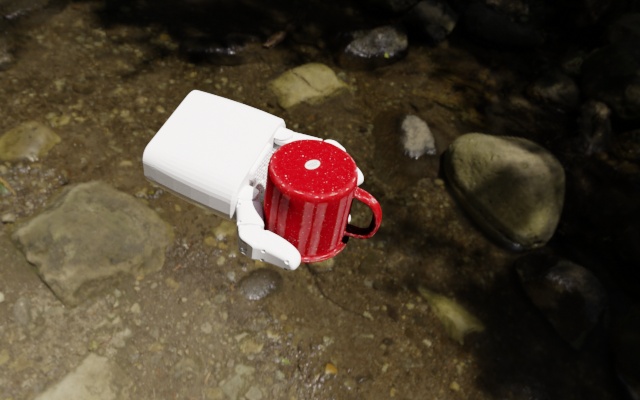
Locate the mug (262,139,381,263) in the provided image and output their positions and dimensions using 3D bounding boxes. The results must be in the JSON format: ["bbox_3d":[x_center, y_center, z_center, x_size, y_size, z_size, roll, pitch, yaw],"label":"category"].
[{"bbox_3d":[0.001,0.002,0.444,0.117,0.082,0.093,21,46,9],"label":"mug"}]
